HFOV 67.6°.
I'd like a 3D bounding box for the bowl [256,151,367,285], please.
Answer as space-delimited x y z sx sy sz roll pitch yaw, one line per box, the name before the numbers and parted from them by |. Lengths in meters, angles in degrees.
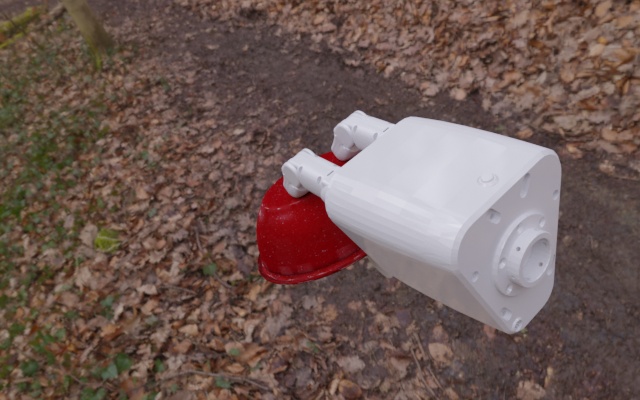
bowl | -0.001 0.001 0.434 0.162 0.055 0.162 -26 22 11
